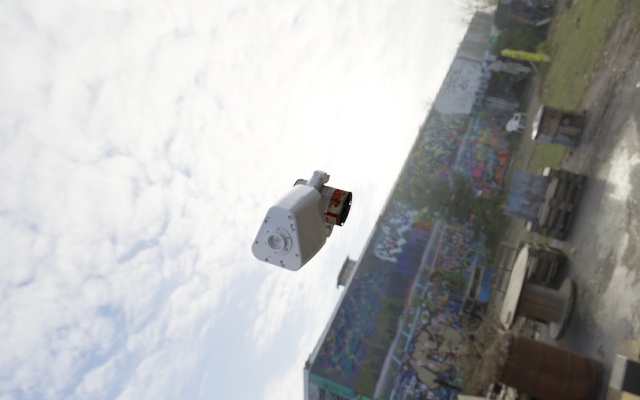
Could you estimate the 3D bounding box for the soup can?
[{"bbox_3d":[0.000,0.003,0.877,0.102,0.068,0.068,16,4,16],"label":"soup can"}]
